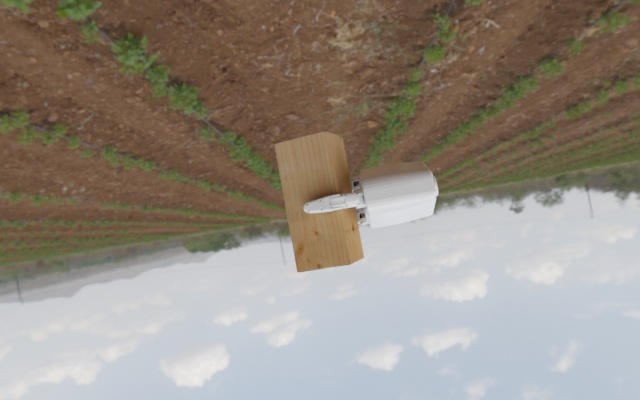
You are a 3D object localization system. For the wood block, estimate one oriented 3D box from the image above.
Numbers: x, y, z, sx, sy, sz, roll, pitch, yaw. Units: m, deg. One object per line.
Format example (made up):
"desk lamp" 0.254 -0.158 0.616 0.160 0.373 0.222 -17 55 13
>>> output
"wood block" 0.000 0.003 0.771 0.090 0.206 0.091 -11 -3 20
